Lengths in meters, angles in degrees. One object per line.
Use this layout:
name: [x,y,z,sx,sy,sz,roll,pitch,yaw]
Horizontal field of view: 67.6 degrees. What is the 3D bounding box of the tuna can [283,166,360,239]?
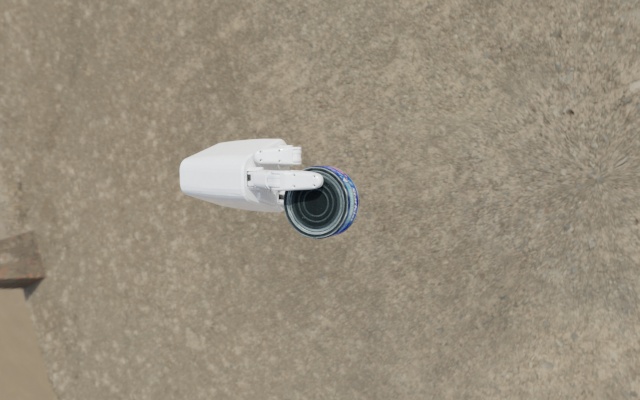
tuna can: [0.000,0.002,0.560,0.086,0.086,0.034,0,3,25]
